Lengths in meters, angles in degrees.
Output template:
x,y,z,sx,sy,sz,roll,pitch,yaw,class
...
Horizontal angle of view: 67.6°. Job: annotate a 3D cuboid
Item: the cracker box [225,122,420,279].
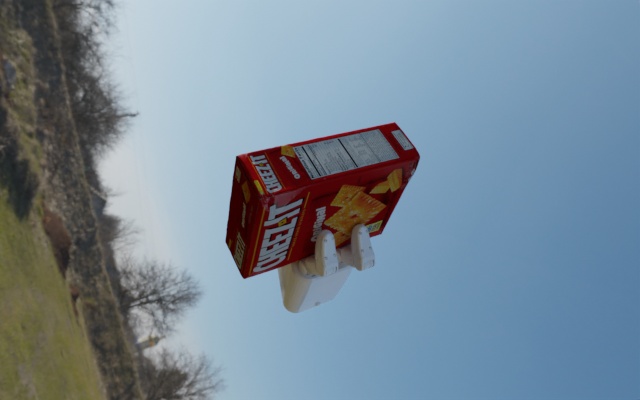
x,y,z,sx,sy,sz,roll,pitch,yaw,class
0.000,0.002,0.588,0.213,0.072,0.164,-16,-33,-27,cracker box
